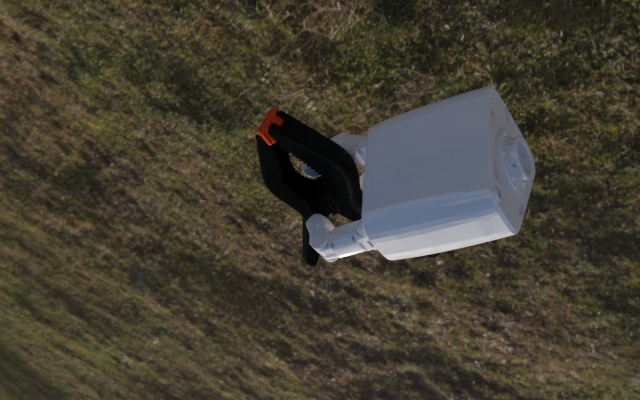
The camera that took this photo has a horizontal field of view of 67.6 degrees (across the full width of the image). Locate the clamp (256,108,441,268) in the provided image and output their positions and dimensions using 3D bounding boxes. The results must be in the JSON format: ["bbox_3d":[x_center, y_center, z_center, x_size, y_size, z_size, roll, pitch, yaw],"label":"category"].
[{"bbox_3d":[0.000,0.002,0.469,0.164,0.036,0.210,-17,-51,38],"label":"clamp"}]
